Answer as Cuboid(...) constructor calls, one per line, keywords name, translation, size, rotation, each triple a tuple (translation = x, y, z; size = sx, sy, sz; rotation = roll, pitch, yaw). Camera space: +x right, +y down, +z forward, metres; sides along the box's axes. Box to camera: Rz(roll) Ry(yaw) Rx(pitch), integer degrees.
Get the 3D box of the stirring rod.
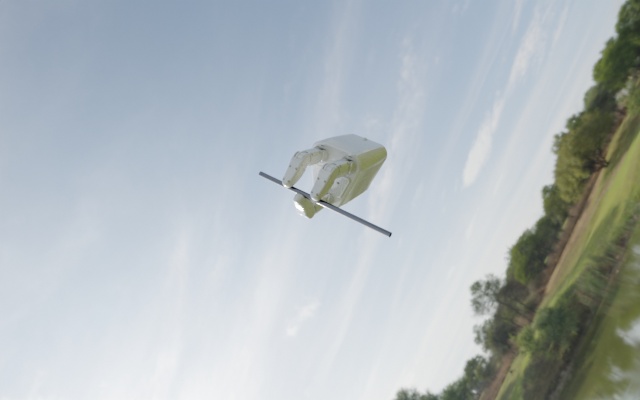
Cuboid(name="stirring rod", translation=(0.000, 0.002, 0.718), size=(0.239, 0.011, 0.011), rotation=(25, 12, 27))
